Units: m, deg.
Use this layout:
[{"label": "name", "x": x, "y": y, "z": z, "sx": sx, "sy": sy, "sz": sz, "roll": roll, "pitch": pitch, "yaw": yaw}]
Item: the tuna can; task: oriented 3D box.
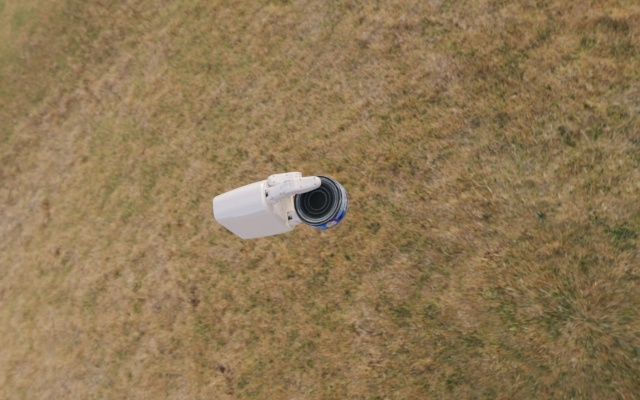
[{"label": "tuna can", "x": 0.000, "y": 0.002, "z": 0.774, "sx": 0.086, "sy": 0.086, "sz": 0.034, "roll": 0, "pitch": -13, "yaw": 23}]
